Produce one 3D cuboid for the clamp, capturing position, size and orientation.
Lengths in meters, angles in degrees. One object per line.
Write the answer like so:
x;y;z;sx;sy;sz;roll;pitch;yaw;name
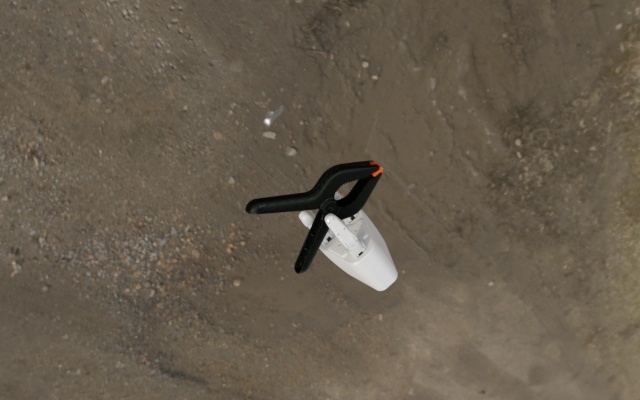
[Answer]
0.001;0.003;0.719;0.165;0.210;0.036;48;1;-40;clamp
